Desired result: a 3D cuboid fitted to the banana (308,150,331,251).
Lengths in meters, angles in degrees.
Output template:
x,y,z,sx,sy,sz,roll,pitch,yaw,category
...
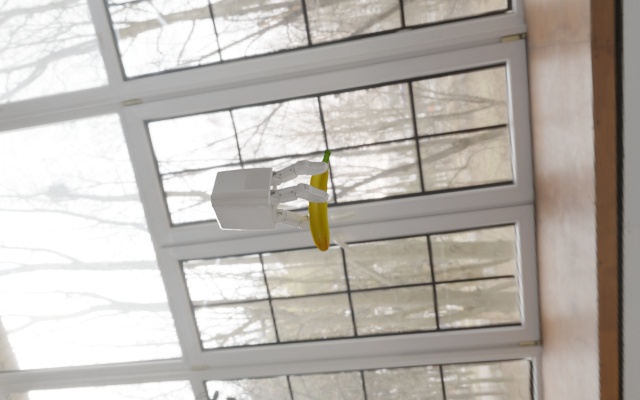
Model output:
x,y,z,sx,sy,sz,roll,pitch,yaw,category
-0.002,0.007,0.879,0.037,0.197,0.070,3,-24,-7,banana
